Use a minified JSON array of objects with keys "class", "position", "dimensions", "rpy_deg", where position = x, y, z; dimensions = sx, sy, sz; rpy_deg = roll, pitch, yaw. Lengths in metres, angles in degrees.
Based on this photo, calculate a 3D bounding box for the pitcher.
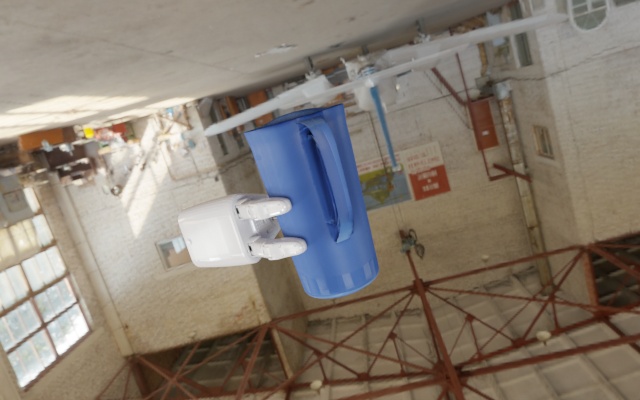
[{"class":"pitcher","position":[0.000,0.002,0.626],"dimensions":[0.145,0.243,0.149],"rpy_deg":[-11,12,28]}]
